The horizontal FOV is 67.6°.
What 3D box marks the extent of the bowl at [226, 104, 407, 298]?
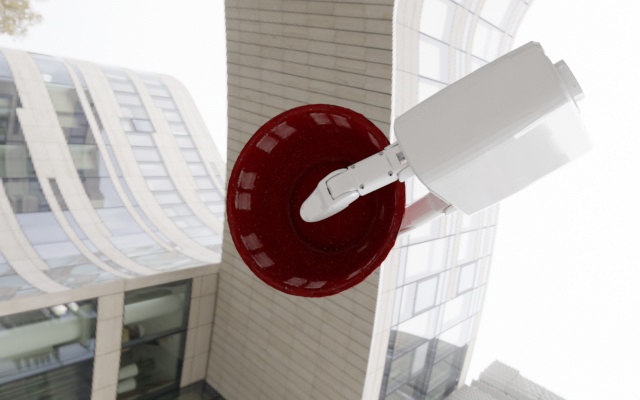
[{"bbox_3d":[-0.001,0.002,0.418,0.162,0.162,0.055,0,-6,22],"label":"bowl"}]
